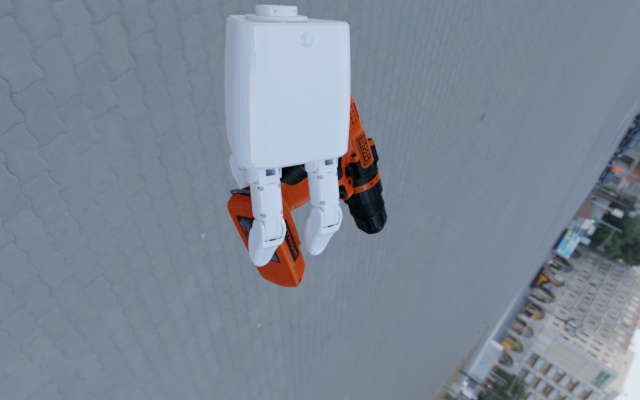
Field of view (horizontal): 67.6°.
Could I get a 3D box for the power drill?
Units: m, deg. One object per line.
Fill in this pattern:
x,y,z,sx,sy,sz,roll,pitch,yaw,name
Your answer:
0.000,0.002,0.505,0.057,0.184,0.187,4,38,39,power drill
